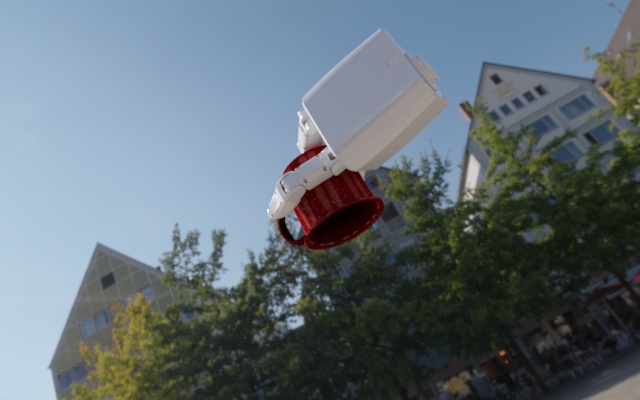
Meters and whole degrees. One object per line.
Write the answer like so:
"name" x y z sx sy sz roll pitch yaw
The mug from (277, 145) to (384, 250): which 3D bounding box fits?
"mug" -0.001 0.002 0.521 0.117 0.081 0.093 -39 -28 20
